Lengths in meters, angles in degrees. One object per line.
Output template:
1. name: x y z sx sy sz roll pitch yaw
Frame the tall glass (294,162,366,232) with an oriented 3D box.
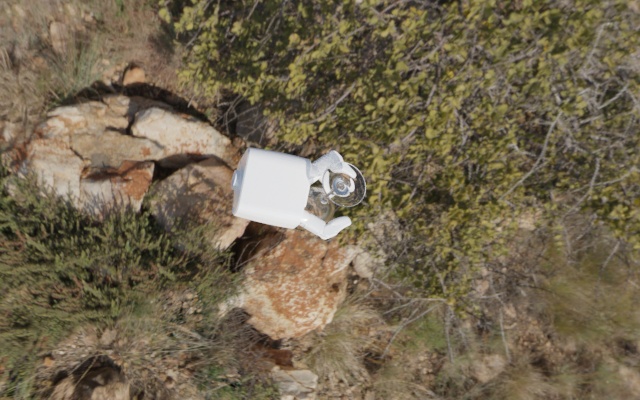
1. tall glass: 0.001 0.003 0.827 0.079 0.079 0.201 0 -17 -23
